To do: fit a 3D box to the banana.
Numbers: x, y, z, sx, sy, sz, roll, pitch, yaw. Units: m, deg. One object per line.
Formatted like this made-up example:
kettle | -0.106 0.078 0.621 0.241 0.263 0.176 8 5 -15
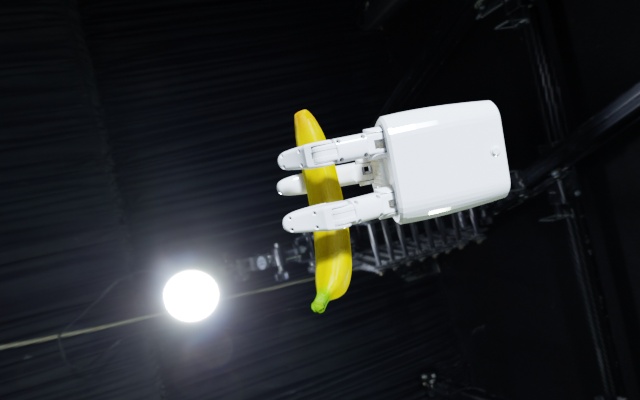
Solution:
banana | 0.004 0.010 0.468 0.037 0.197 0.070 -11 -18 9
